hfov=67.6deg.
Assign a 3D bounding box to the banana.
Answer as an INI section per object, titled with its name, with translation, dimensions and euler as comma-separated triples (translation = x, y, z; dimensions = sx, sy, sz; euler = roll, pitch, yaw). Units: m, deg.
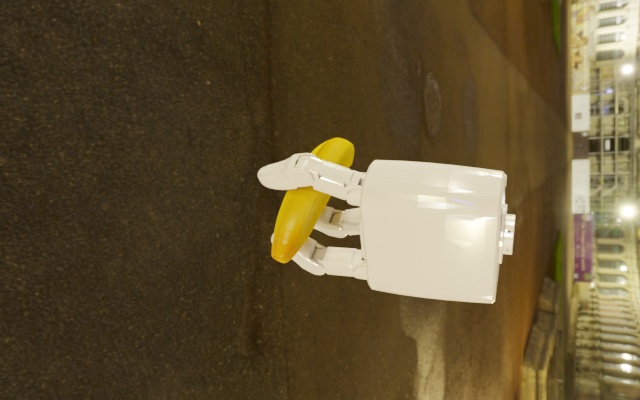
[banana]
translation = 0.002, -0.017, 0.462
dimensions = 0.037, 0.070, 0.197
euler = 10, 28, 16
